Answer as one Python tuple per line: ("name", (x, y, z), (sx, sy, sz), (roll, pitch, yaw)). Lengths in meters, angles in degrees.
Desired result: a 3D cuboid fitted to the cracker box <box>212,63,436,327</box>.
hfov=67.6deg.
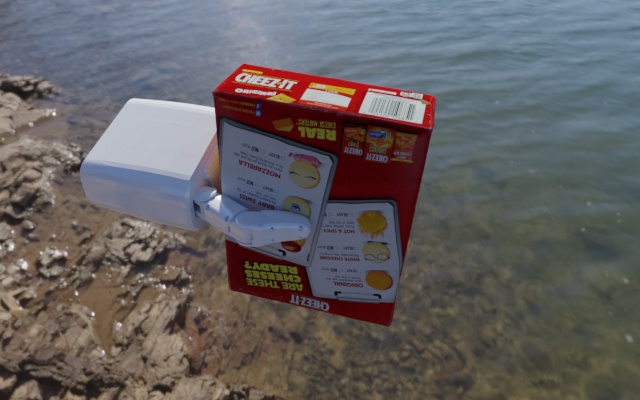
("cracker box", (0.000, 0.001, 0.422), (0.164, 0.214, 0.072), (11, 38, 10))
